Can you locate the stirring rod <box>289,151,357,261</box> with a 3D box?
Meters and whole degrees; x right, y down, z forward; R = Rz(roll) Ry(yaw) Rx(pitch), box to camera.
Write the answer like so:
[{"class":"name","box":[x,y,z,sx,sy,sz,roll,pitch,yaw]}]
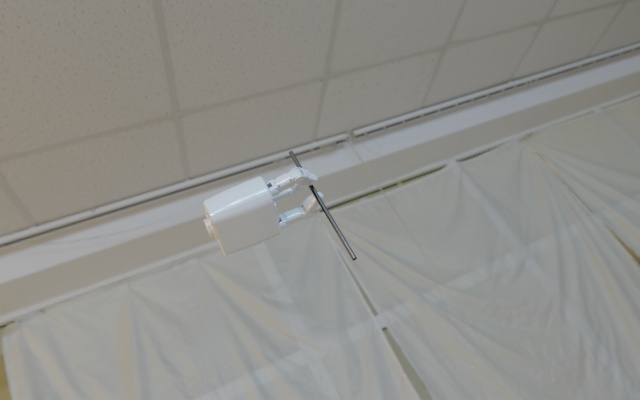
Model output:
[{"class":"stirring rod","box":[0.000,0.003,0.822,0.011,0.239,0.011,-24,-28,-14]}]
